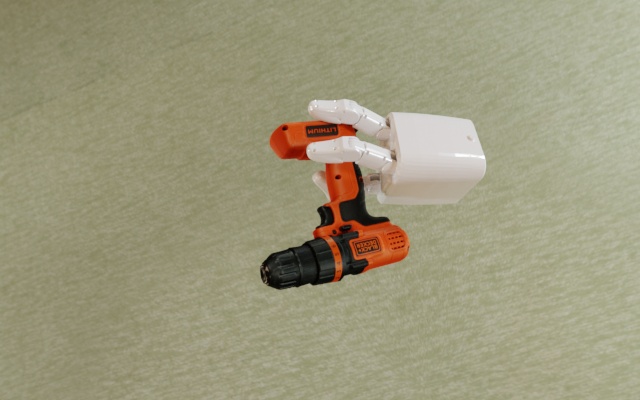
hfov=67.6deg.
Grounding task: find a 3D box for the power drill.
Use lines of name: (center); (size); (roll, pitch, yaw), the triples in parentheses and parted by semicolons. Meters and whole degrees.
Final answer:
power drill: (0.000, 0.001, 0.556); (0.184, 0.187, 0.057); (-9, -15, -29)
